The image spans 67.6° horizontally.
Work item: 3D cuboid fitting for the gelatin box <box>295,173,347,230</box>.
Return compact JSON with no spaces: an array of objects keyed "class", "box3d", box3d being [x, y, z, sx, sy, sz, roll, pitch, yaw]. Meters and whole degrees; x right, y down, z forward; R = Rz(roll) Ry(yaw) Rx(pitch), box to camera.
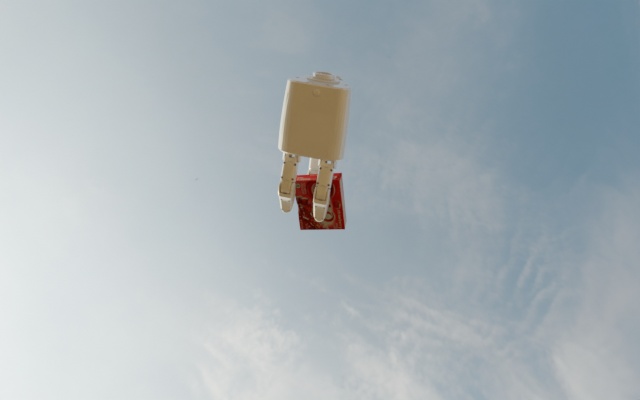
[{"class":"gelatin box","box3d":[0.000,0.003,0.747,0.073,0.089,0.030,-1,27,11]}]
